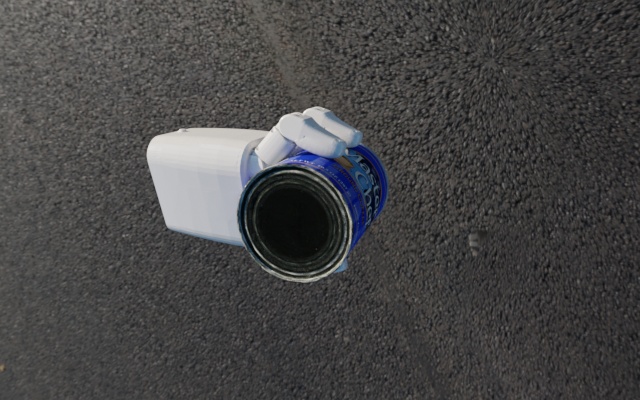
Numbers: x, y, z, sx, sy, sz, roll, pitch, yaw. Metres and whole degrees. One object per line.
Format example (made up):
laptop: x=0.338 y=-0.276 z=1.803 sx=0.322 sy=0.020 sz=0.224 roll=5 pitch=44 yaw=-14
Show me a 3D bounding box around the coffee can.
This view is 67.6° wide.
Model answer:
coffee can: x=0.000 y=0.002 z=0.450 sx=0.103 sy=0.103 sz=0.140 roll=0 pitch=15 yaw=20
